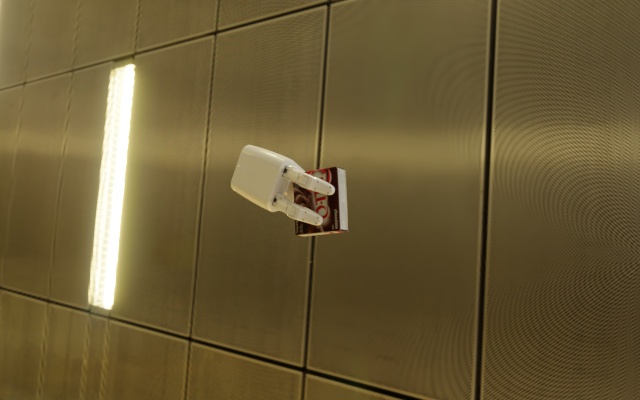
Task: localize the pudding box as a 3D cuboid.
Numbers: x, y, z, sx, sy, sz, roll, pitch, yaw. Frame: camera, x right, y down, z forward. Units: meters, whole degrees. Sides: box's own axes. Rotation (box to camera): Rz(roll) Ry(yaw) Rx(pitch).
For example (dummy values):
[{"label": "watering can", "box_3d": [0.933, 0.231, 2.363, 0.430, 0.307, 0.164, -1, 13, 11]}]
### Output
[{"label": "pudding box", "box_3d": [0.000, 0.003, 0.828, 0.090, 0.113, 0.039, -8, -8, 31]}]
